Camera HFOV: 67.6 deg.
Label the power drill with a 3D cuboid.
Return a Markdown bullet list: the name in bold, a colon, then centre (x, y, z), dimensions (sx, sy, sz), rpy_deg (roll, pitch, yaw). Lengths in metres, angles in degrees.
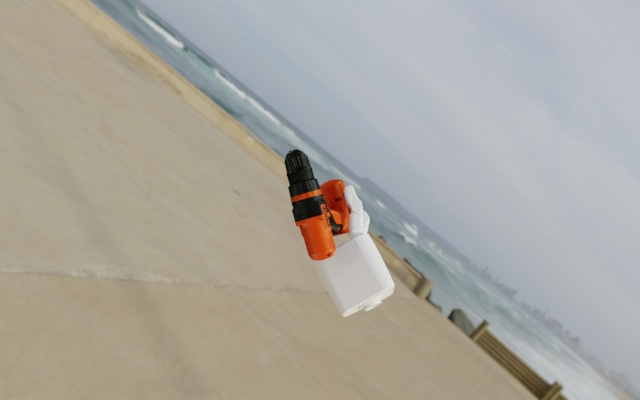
- **power drill**: centre (0.000, 0.003, 0.836), dimensions (0.057, 0.184, 0.187), rpy_deg (-14, -1, 19)
